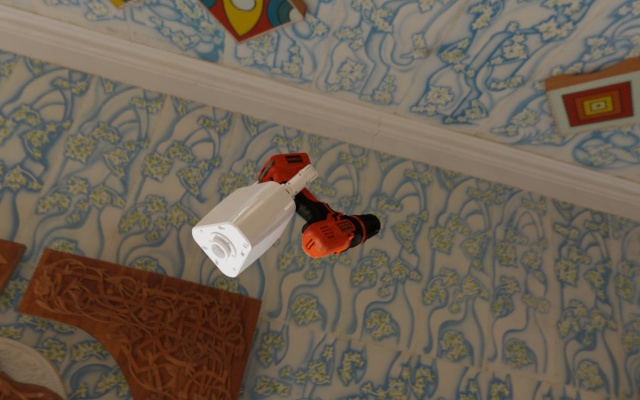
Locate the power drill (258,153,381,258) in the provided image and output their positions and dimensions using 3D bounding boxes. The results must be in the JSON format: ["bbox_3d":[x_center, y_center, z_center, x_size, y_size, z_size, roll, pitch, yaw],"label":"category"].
[{"bbox_3d":[0.000,0.002,0.781,0.187,0.057,0.184,48,31,21],"label":"power drill"}]
